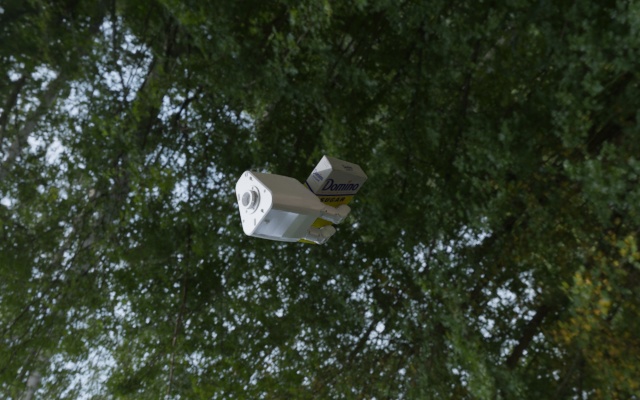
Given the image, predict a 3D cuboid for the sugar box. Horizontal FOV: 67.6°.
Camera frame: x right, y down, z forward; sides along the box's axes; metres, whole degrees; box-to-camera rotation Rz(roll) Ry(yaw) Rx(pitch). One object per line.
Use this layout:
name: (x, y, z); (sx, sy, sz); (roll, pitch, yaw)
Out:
sugar box: (0.000, 0.003, 0.891); (0.093, 0.176, 0.048); (11, 37, -42)
